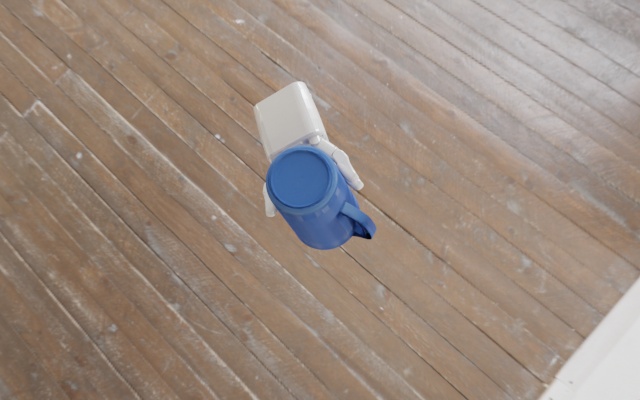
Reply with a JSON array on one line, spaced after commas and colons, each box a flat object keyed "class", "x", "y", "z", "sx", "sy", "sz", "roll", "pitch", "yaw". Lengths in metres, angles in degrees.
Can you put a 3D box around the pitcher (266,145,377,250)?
[{"class": "pitcher", "x": 0.000, "y": 0.002, "z": 0.797, "sx": 0.149, "sy": 0.145, "sz": 0.243, "roll": -19, "pitch": -17, "yaw": 4}]
